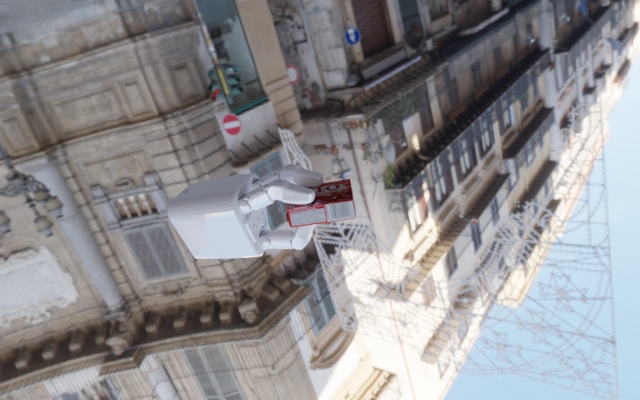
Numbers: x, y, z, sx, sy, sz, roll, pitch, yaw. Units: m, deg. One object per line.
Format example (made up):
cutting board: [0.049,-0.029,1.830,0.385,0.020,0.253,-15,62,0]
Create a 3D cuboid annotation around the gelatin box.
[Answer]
gelatin box: [0.001,0.002,0.638,0.089,0.030,0.073,-8,24,3]
